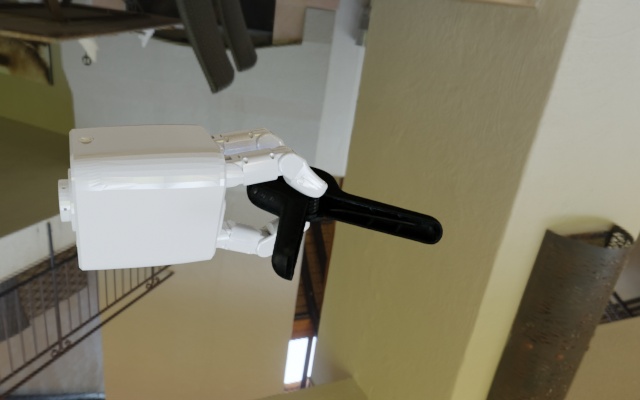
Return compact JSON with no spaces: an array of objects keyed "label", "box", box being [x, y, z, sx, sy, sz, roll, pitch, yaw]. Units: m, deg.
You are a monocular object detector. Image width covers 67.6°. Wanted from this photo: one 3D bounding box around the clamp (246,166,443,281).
[{"label":"clamp","box":[0.000,0.002,0.455,0.164,0.036,0.210,-4,26,-26]}]
